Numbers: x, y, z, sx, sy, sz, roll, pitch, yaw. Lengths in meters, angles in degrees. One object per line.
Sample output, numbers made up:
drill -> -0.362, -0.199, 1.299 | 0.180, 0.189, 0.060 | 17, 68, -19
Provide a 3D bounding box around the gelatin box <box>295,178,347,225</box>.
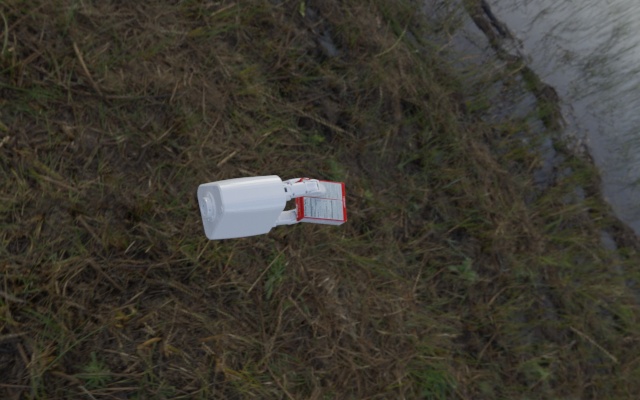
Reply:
gelatin box -> 0.001, 0.003, 0.842 | 0.089, 0.073, 0.030 | 6, -20, -25
